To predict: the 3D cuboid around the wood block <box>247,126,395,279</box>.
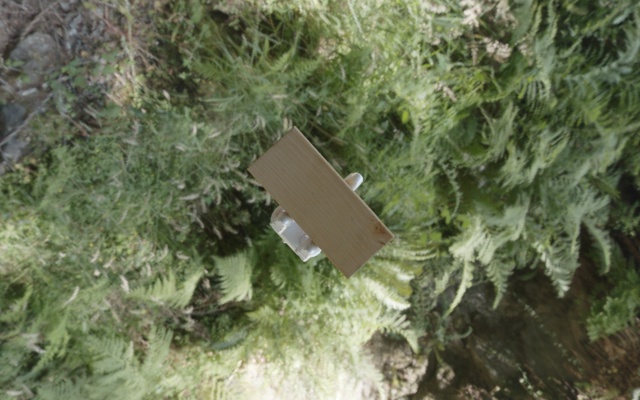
[{"bbox_3d":[0.000,0.002,0.695,0.091,0.206,0.090,-43,1,0],"label":"wood block"}]
